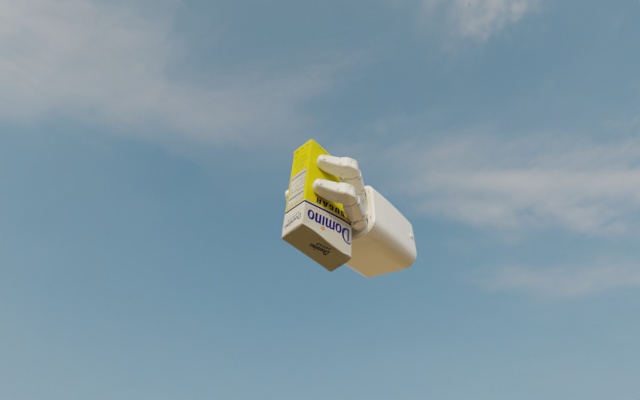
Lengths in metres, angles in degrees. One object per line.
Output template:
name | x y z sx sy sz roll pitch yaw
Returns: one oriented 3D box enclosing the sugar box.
sugar box | 0.001 0.002 0.664 0.048 0.176 0.093 -36 -58 28
